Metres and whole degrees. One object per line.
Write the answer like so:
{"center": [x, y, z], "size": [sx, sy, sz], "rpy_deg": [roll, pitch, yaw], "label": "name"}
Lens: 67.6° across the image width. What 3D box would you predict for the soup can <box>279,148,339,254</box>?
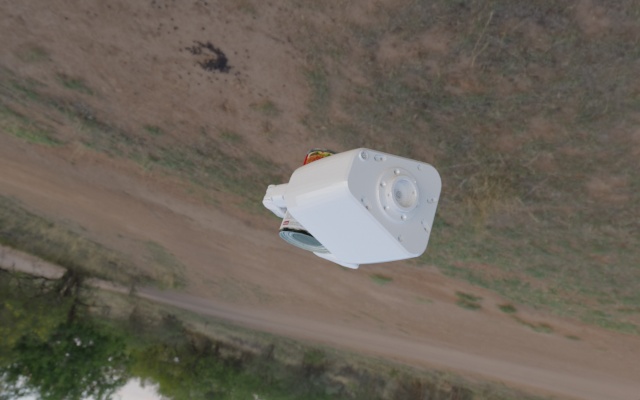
{"center": [0.000, 0.002, 0.545], "size": [0.068, 0.102, 0.068], "rpy_deg": [17, -19, 6], "label": "soup can"}
